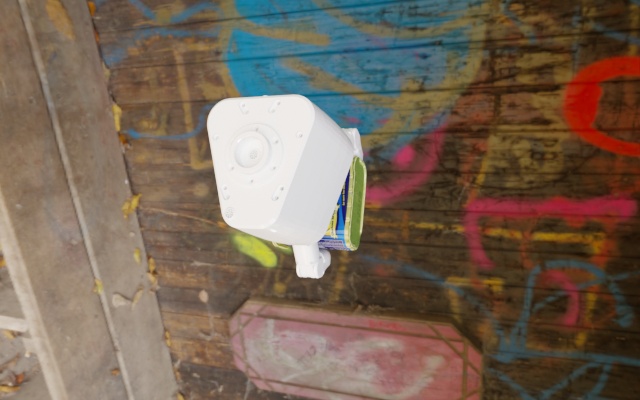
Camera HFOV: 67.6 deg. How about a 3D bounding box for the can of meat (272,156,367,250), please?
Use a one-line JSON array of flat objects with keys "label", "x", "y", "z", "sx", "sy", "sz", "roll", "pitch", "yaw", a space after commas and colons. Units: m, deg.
[{"label": "can of meat", "x": 0.000, "y": 0.002, "z": 0.505, "sx": 0.084, "sy": 0.102, "sz": 0.057, "roll": 1, "pitch": -12, "yaw": 19}]
